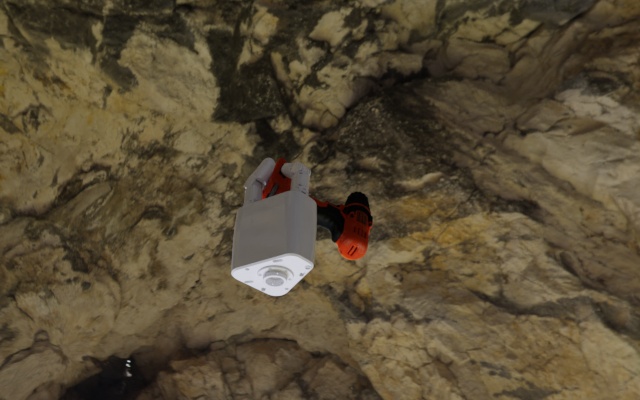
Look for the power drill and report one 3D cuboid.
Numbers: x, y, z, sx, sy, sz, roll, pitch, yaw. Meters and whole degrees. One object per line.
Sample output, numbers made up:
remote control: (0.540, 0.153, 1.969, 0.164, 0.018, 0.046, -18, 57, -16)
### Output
power drill: (0.000, 0.003, 0.786, 0.187, 0.057, 0.184, 27, 25, -7)
